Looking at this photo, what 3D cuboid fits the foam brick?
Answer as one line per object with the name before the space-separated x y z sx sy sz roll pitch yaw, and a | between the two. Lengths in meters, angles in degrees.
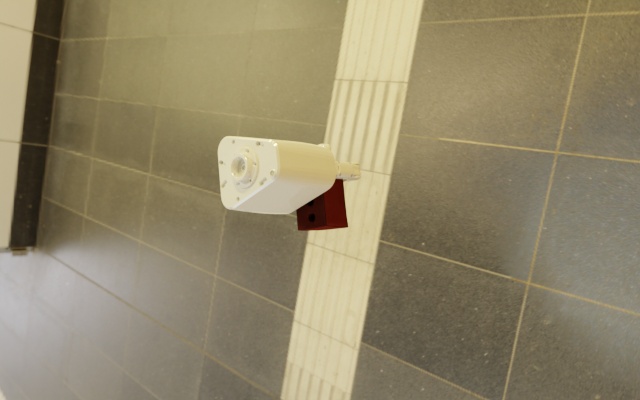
foam brick | 0.000 0.002 0.662 0.053 0.078 0.051 -11 -9 36
